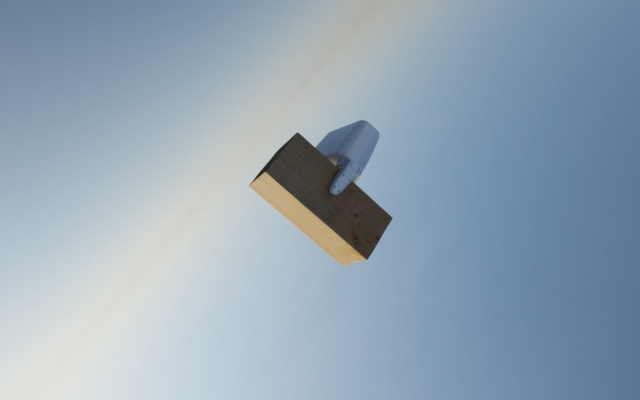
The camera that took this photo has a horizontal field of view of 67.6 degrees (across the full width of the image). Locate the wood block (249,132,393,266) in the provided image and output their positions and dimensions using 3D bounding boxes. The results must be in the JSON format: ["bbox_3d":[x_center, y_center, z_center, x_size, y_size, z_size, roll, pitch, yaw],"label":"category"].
[{"bbox_3d":[0.001,0.002,0.765,0.206,0.090,0.091,41,-27,-11],"label":"wood block"}]
